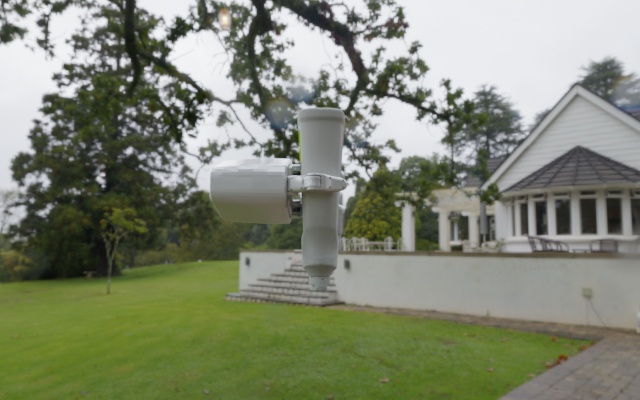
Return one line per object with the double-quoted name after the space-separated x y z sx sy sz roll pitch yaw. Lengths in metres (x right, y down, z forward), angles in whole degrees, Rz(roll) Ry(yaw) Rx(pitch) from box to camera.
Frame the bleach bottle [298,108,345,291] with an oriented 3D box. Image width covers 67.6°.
0.000 0.002 0.686 0.068 0.251 0.102 0 -6 1 "bleach bottle"
